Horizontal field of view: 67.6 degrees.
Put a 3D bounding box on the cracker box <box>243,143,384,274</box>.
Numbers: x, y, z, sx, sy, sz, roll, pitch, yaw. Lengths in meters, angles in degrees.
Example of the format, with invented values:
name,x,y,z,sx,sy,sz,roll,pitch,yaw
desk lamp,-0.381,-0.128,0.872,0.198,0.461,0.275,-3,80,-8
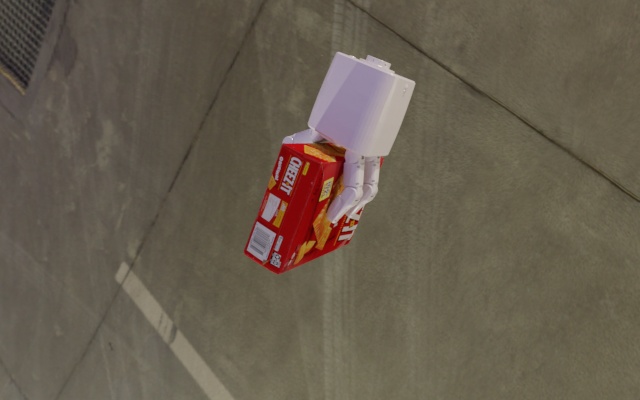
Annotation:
name,x,y,z,sx,sy,sz,roll,pitch,yaw
cracker box,0.000,0.002,0.692,0.072,0.164,0.213,29,19,23
